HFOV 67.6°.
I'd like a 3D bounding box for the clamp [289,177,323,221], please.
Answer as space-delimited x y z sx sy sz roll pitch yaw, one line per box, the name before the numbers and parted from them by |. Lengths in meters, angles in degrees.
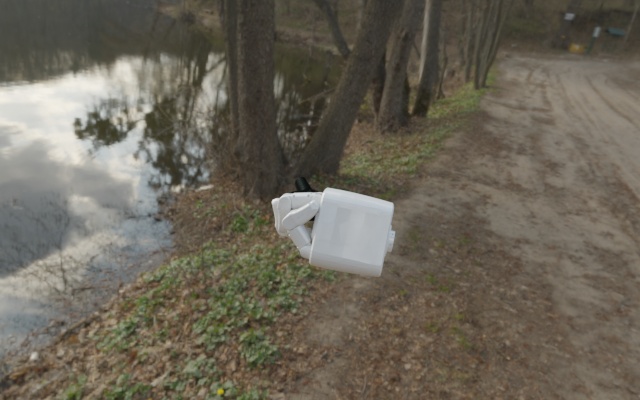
clamp | 0.000 0.002 0.807 0.120 0.039 0.171 11 20 6
